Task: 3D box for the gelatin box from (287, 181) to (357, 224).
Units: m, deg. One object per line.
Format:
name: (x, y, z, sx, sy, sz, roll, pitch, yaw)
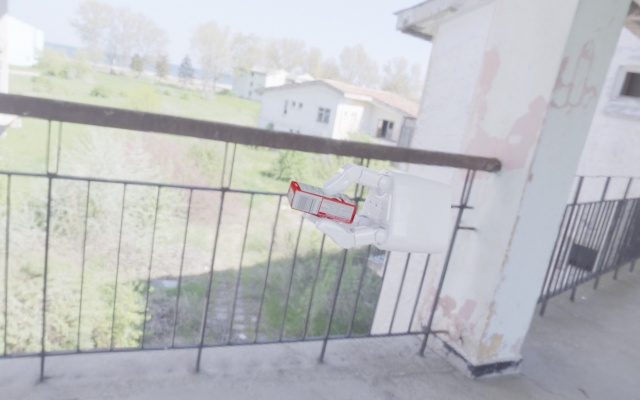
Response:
gelatin box: (0.000, 0.002, 0.669, 0.089, 0.030, 0.073, 15, 10, -11)
